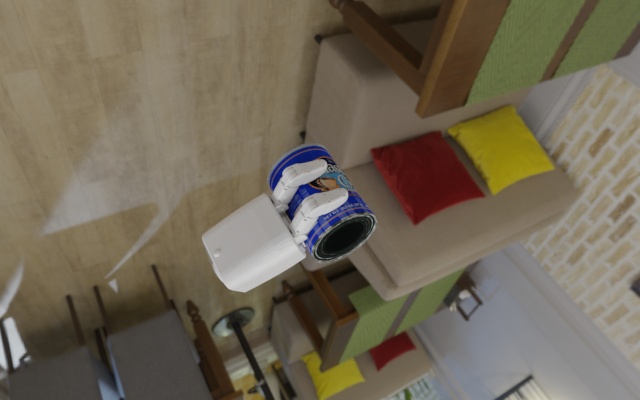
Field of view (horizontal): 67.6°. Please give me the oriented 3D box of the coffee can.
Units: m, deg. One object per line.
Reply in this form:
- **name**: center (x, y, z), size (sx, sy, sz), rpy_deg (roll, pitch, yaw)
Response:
- **coffee can**: center (0.000, 0.002, 0.678), size (0.103, 0.140, 0.103), rpy_deg (-24, -31, -16)
